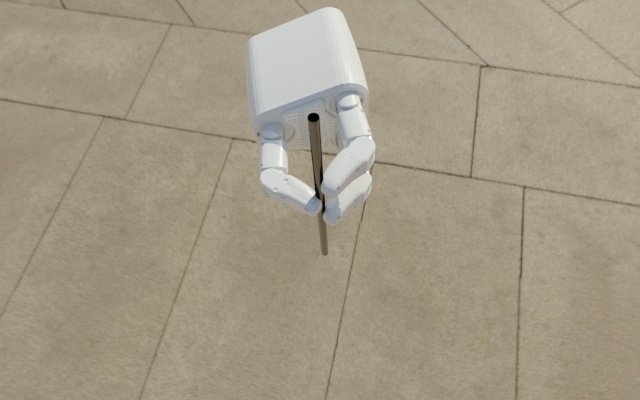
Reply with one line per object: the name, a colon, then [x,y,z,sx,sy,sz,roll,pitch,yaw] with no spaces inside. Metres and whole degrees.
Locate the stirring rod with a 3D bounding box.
stirring rod: [0.000,0.001,0.419,0.011,0.011,0.240,0,-28,2]
